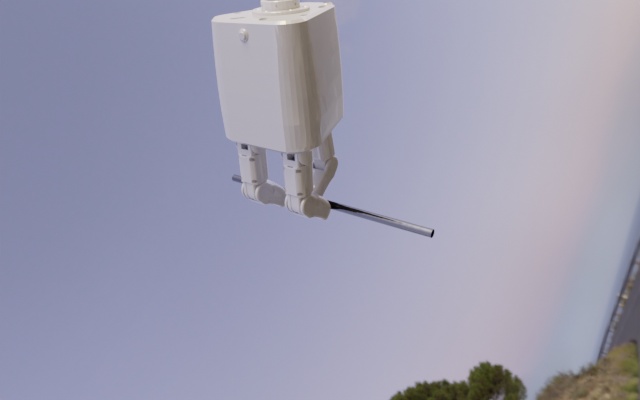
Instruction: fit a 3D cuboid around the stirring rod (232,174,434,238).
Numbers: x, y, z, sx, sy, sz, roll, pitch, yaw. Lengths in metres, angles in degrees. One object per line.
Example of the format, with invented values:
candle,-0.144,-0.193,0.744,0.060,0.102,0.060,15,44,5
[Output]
stirring rod,0.000,0.002,0.483,0.239,0.011,0.011,16,8,32
